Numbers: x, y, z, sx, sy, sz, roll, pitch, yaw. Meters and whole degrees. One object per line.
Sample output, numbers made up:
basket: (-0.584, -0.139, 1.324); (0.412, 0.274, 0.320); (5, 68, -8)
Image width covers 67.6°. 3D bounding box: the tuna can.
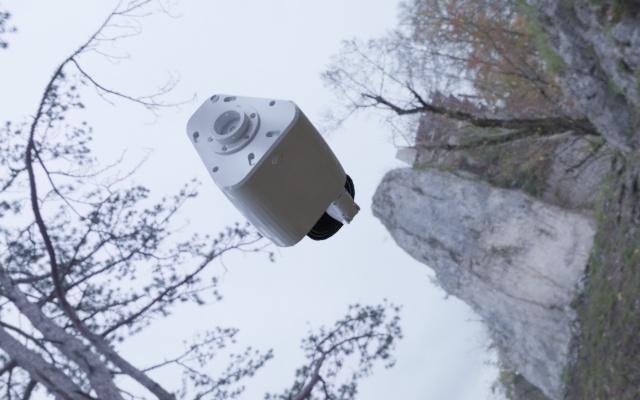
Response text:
tuna can: (0.000, 0.002, 0.557); (0.033, 0.086, 0.086); (27, 17, 37)
